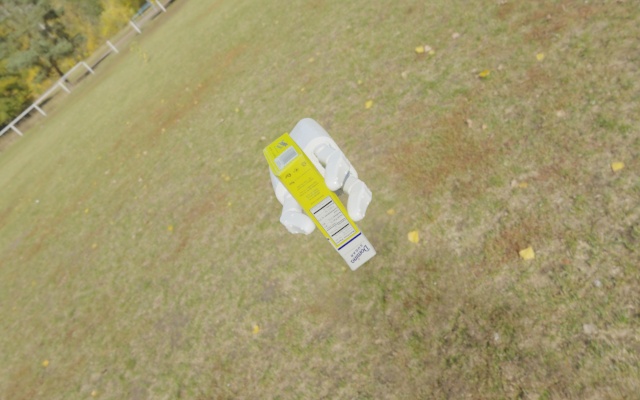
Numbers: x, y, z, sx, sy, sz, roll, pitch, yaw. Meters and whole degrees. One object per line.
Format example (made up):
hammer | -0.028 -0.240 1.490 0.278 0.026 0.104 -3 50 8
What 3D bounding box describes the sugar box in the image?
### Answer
sugar box | 0.000 0.002 0.616 0.048 0.176 0.093 -38 29 4
